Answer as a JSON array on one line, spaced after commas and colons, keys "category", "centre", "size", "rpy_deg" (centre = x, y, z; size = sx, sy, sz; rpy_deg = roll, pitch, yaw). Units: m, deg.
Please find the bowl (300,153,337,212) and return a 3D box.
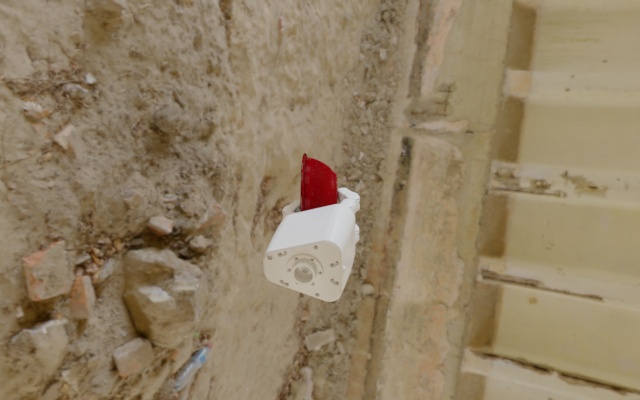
[{"category": "bowl", "centre": [0.001, 0.002, 0.784], "size": [0.055, 0.162, 0.162], "rpy_deg": [-1, 0, 2]}]
